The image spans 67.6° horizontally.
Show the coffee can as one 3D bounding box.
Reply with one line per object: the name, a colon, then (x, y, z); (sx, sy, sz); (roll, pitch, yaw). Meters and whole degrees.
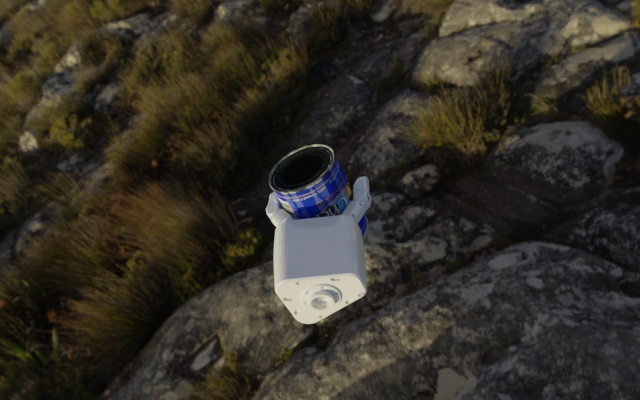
coffee can: (0.000, 0.002, 0.710); (0.103, 0.140, 0.102); (-18, 38, 15)
